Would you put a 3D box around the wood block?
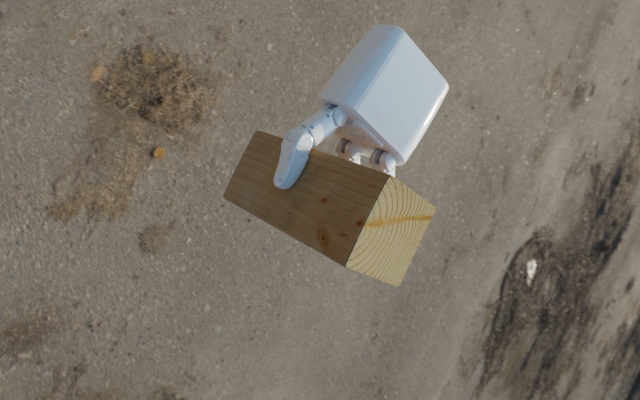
[{"bbox_3d":[0.000,0.001,0.506,0.206,0.090,0.091,24,-3,45],"label":"wood block"}]
